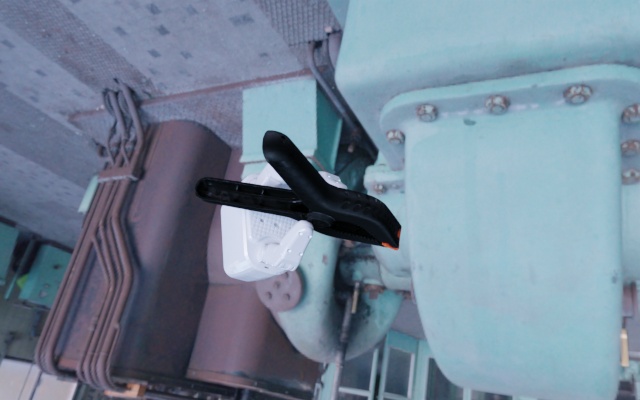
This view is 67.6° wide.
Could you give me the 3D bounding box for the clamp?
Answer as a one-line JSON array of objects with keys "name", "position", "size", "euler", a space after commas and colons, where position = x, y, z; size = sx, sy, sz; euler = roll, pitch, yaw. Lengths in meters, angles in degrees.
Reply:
[{"name": "clamp", "position": [0.000, 0.002, 0.449], "size": [0.210, 0.036, 0.164], "euler": [20, -21, -21]}]
